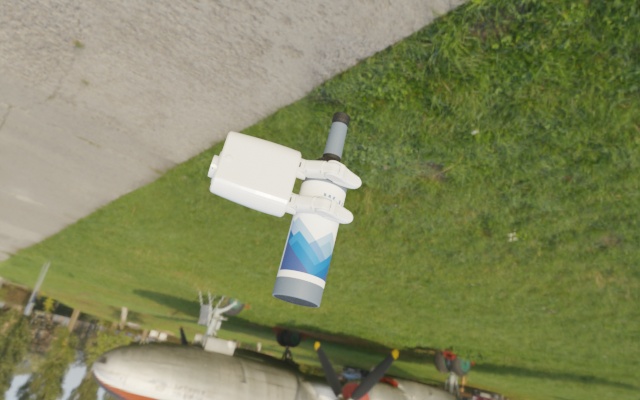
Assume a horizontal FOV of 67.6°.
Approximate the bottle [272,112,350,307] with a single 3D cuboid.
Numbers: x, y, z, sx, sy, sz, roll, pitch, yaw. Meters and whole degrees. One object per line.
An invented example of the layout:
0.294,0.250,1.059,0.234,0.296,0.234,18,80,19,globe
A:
0.000,0.003,0.697,0.069,0.295,0.069,12,-20,5,bottle
